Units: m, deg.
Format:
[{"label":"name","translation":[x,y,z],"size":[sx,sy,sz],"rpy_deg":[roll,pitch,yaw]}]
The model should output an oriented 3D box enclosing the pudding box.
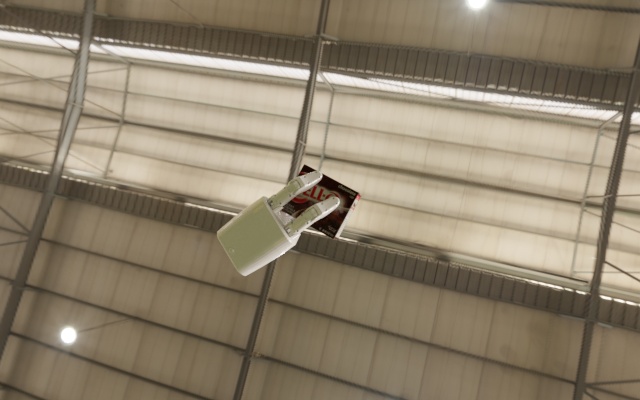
[{"label":"pudding box","translation":[0.000,0.003,0.819],"size":[0.113,0.090,0.039],"rpy_deg":[28,0,13]}]
